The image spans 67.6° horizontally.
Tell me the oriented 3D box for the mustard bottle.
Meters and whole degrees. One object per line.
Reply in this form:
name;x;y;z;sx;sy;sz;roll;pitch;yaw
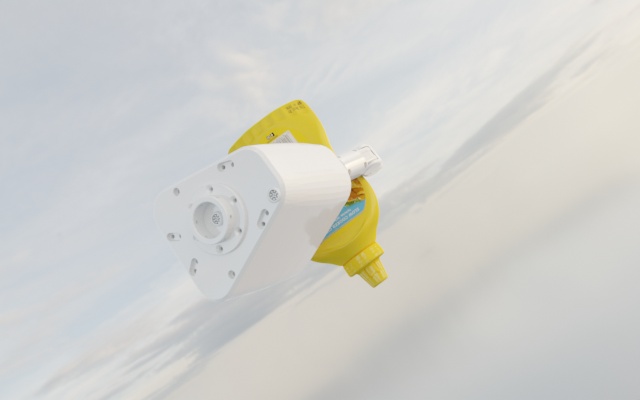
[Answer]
mustard bottle;0.000;0.001;0.463;0.096;0.191;0.058;-37;-12;-1
